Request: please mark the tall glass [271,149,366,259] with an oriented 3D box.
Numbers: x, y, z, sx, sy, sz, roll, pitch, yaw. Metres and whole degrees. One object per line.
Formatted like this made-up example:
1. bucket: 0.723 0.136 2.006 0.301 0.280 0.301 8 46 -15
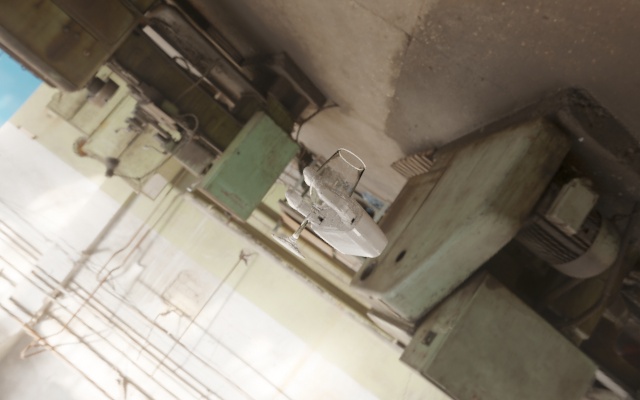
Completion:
1. tall glass: 0.000 0.003 0.860 0.079 0.201 0.079 35 -10 7
